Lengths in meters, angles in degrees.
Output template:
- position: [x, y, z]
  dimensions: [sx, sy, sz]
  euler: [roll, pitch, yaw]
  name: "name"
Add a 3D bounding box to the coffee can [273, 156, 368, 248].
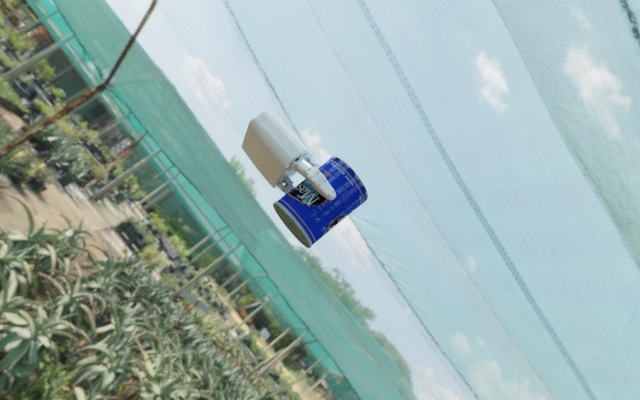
- position: [0.000, 0.003, 0.861]
  dimensions: [0.140, 0.103, 0.103]
  euler: [-39, 10, -13]
  name: "coffee can"
